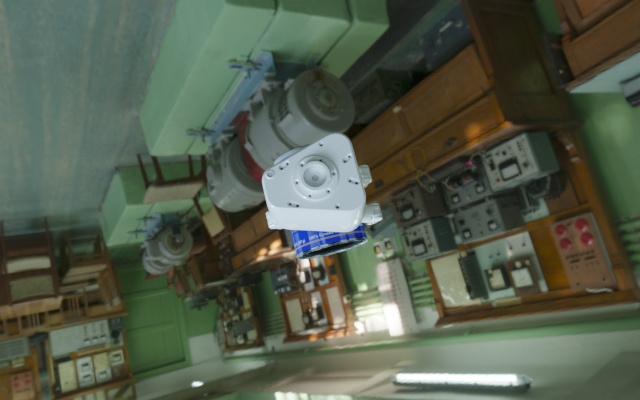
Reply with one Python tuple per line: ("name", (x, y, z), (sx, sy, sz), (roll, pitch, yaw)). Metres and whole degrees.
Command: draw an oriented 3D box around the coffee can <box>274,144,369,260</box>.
("coffee can", (0.000, 0.002, 0.671), (0.103, 0.140, 0.103), (-14, -12, -3))
